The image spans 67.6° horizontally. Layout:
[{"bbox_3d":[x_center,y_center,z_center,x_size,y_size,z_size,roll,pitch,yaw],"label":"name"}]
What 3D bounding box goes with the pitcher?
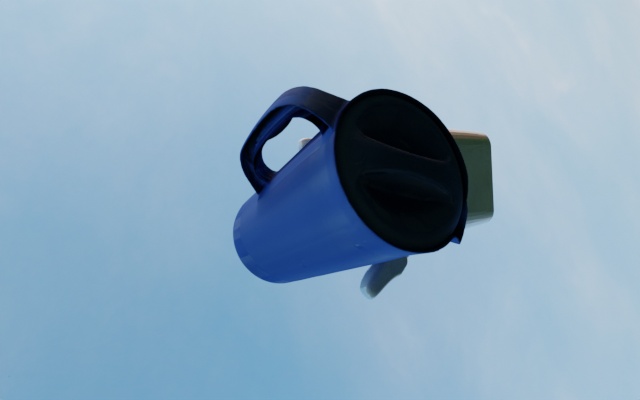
[{"bbox_3d":[0.000,0.002,0.452,0.145,0.149,0.243,-8,-12,-35],"label":"pitcher"}]
